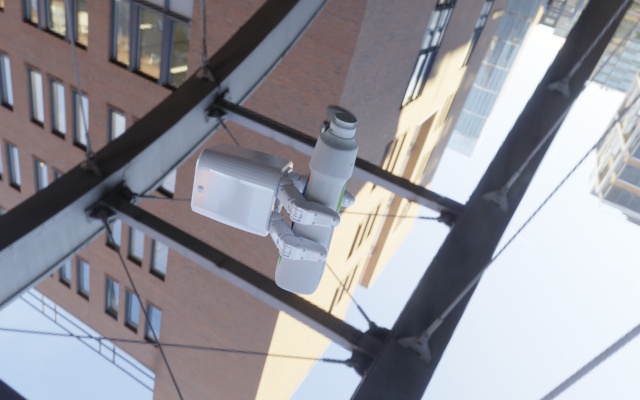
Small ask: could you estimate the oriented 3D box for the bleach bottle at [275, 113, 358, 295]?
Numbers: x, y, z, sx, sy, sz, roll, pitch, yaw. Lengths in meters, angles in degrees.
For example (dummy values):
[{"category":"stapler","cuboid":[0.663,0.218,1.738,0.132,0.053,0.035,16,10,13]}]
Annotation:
[{"category":"bleach bottle","cuboid":[0.000,0.002,0.631,0.068,0.251,0.102,17,31,0]}]
